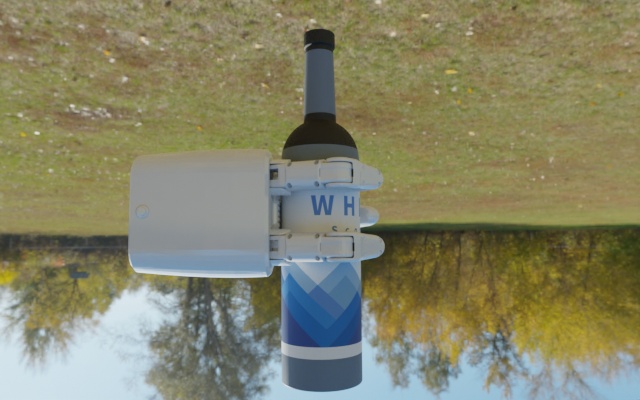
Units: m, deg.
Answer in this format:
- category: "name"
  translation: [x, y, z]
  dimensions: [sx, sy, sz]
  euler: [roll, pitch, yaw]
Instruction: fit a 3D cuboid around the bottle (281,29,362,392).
- category: "bottle"
  translation: [0.000, 0.002, 0.406]
  dimensions: [0.069, 0.295, 0.069]
  euler: [0, -5, 0]
